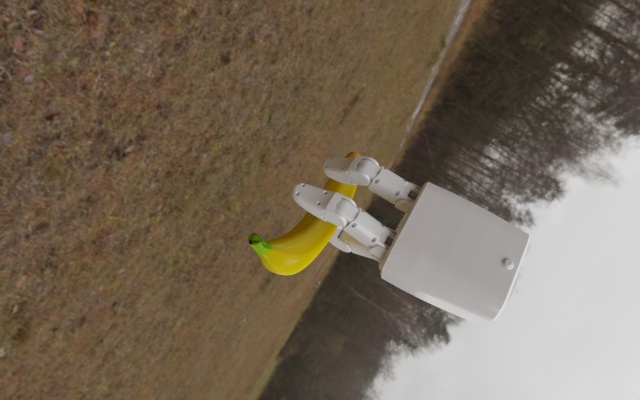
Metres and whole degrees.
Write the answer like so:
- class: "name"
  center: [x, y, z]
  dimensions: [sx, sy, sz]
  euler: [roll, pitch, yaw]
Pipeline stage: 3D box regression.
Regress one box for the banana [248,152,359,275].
- class: "banana"
  center: [-0.004, 0.018, 0.480]
  dimensions: [0.037, 0.070, 0.197]
  euler: [23, 37, 18]
